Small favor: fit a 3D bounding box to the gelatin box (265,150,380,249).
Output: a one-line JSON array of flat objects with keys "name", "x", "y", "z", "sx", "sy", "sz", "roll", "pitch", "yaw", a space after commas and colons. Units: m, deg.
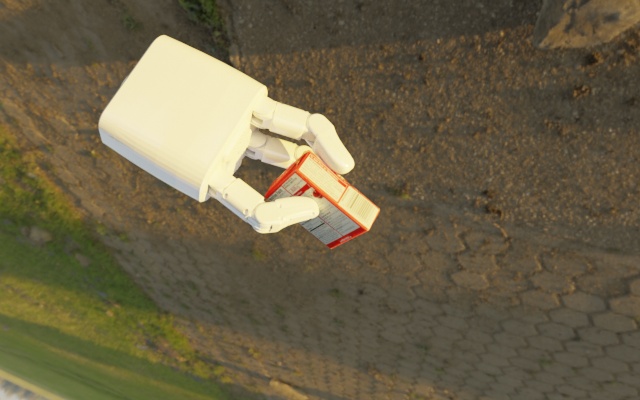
[{"name": "gelatin box", "x": 0.000, "y": 0.002, "z": 0.453, "sx": 0.089, "sy": 0.030, "sz": 0.073, "roll": 39, "pitch": -32, "yaw": -9}]
